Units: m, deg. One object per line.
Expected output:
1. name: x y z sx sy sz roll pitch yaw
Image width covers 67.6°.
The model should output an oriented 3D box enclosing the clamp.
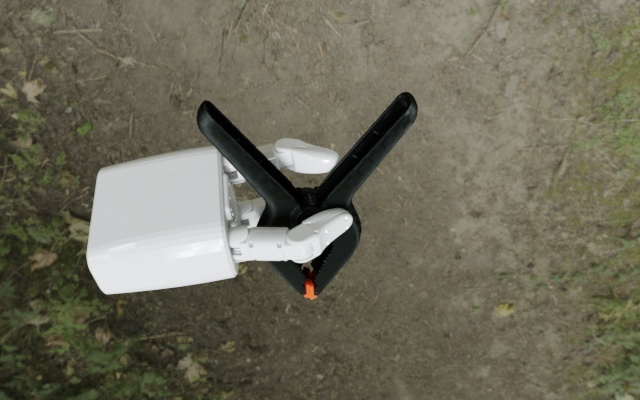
1. clamp: 0.000 0.002 0.407 0.164 0.210 0.036 -9 38 -3
